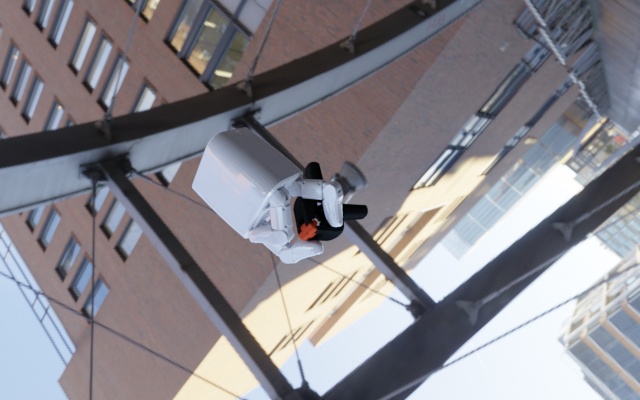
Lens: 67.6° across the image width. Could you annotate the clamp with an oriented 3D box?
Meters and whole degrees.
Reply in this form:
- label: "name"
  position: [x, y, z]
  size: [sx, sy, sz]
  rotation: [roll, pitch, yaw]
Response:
- label: "clamp"
  position: [0.000, 0.003, 0.686]
  size: [0.120, 0.039, 0.171]
  rotation: [40, 25, 8]
